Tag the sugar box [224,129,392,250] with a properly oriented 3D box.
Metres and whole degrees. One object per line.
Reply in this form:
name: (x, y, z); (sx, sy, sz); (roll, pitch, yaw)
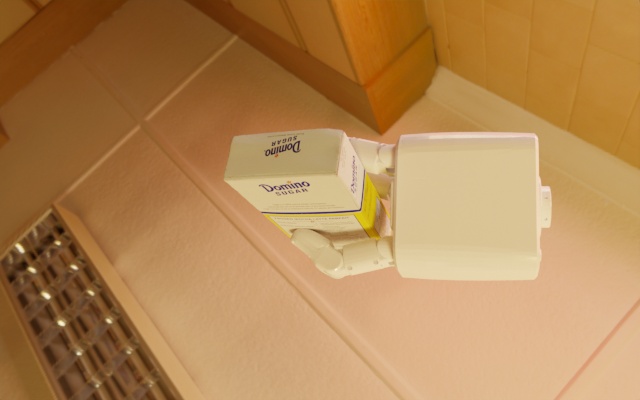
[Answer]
sugar box: (0.000, 0.001, 0.420); (0.093, 0.048, 0.176); (-1, -27, 20)
